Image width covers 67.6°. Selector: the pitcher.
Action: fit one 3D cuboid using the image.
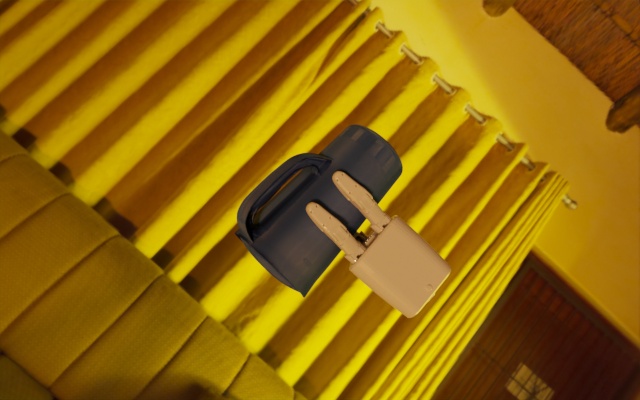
[{"bbox_3d":[0.000,0.002,0.678,0.145,0.243,0.149,42,-12,2],"label":"pitcher"}]
